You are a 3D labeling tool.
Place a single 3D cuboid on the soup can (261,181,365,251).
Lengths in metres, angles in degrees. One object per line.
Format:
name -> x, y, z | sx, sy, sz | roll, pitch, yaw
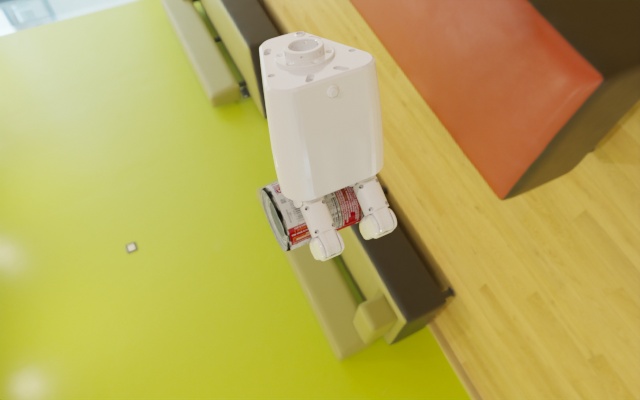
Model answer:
soup can -> 0.000, 0.002, 0.474 | 0.102, 0.068, 0.068 | -22, 6, -15
